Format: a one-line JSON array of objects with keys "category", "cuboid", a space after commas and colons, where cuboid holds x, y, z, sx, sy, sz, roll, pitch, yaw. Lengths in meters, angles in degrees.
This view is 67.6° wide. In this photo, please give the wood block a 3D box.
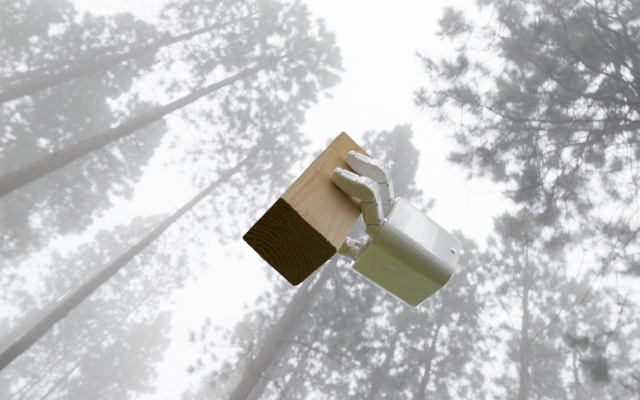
[{"category": "wood block", "cuboid": [0.000, 0.002, 0.623, 0.091, 0.090, 0.206, -44, 4, 36]}]
